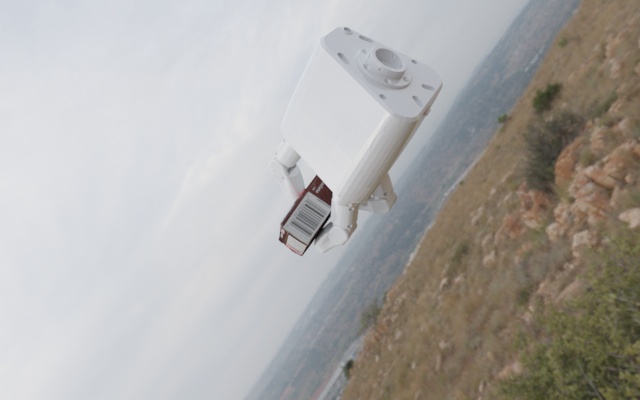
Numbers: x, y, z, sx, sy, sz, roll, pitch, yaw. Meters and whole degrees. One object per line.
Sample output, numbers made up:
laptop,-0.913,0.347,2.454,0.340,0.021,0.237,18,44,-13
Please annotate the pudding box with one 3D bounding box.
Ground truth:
pudding box,0.000,0.002,0.523,0.039,0.113,0.090,36,-14,4
